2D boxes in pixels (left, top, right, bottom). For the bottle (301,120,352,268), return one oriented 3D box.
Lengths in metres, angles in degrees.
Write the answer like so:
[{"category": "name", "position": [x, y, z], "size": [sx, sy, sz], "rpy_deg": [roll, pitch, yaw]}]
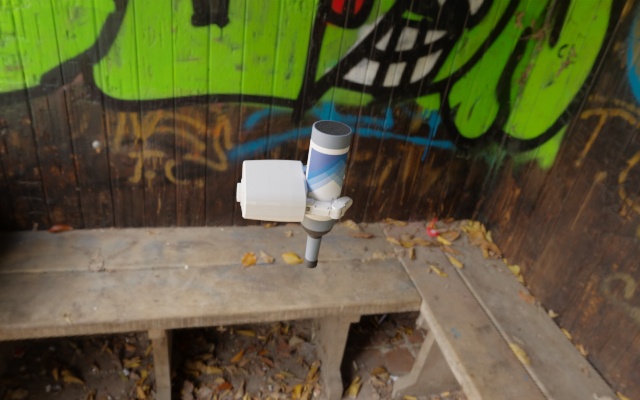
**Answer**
[{"category": "bottle", "position": [0.000, 0.003, 0.876], "size": [0.069, 0.296, 0.069], "rpy_deg": [7, 31, -4]}]
